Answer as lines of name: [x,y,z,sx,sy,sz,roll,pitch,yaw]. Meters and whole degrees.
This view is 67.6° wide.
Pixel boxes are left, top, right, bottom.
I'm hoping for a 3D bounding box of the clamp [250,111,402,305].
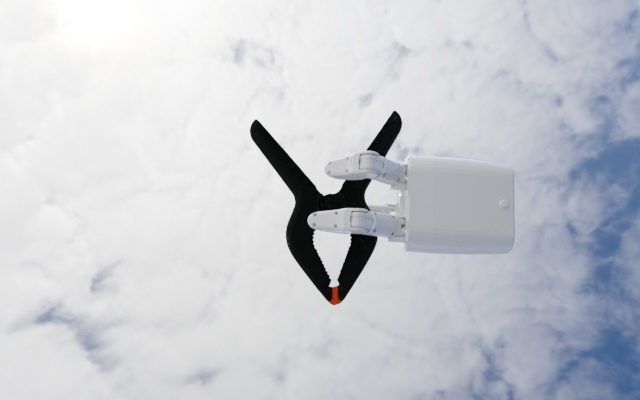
clamp: [0.000,0.002,0.502,0.164,0.210,0.036,3,-12,4]
